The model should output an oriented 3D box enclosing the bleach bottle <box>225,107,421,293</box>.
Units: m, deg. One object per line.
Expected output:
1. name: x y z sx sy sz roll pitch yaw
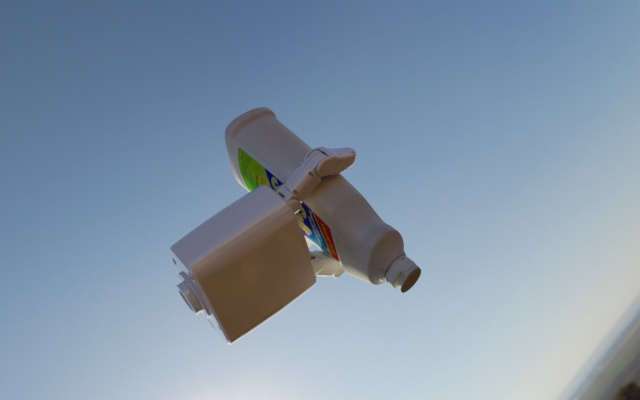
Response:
1. bleach bottle: 0.000 0.002 0.497 0.068 0.103 0.250 -34 53 -26
